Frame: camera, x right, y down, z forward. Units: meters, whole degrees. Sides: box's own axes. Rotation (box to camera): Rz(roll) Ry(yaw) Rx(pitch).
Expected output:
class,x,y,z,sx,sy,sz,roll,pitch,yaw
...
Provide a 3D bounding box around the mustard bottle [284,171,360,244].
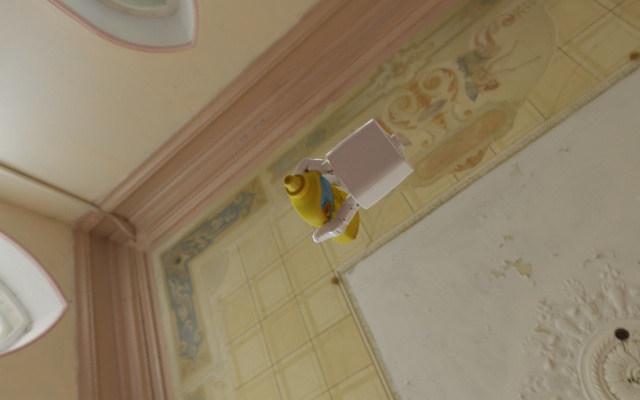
class,x,y,z,sx,sy,sz,roll,pitch,yaw
mustard bottle,0.000,0.003,0.842,0.058,0.096,0.192,-18,-32,28
